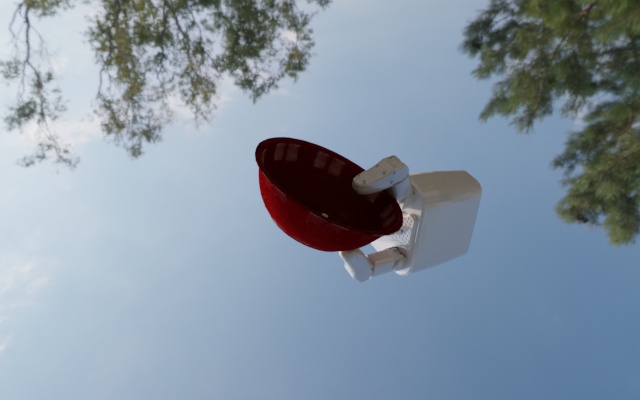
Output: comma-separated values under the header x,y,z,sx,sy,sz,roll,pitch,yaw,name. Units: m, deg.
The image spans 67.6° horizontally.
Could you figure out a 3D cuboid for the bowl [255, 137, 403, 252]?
x,y,z,sx,sy,sz,roll,pitch,yaw,name
-0.001,0.002,0.481,0.162,0.055,0.162,24,26,-12,bowl
